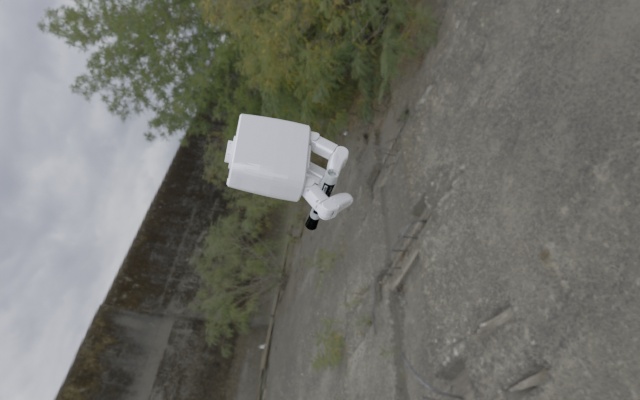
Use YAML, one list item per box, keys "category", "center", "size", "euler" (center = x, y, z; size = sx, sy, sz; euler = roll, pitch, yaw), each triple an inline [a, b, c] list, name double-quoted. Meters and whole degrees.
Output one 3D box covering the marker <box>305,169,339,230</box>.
- category: "marker"
  center: [0.000, 0.002, 0.707]
  size: [0.020, 0.020, 0.121]
  euler: [0, -42, -22]
